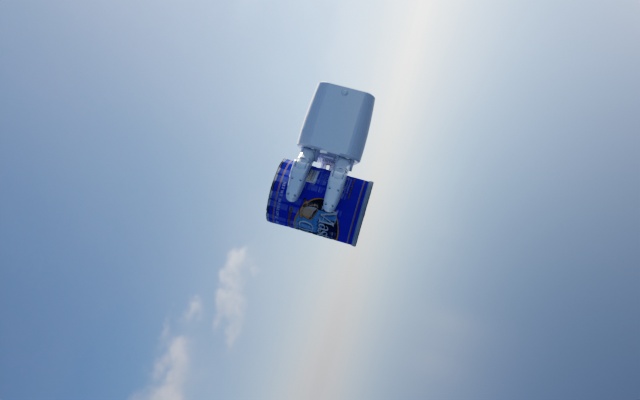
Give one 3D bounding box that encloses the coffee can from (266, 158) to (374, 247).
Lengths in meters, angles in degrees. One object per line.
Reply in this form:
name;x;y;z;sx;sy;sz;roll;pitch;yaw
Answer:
coffee can;0.000;0.003;0.727;0.140;0.103;0.103;16;1;6
